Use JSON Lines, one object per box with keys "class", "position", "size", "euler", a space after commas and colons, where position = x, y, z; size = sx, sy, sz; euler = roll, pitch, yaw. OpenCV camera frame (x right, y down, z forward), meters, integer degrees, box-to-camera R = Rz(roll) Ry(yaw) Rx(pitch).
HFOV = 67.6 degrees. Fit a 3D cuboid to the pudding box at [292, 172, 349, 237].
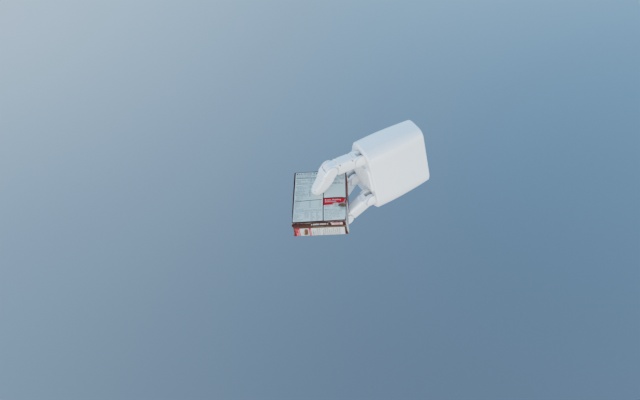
{"class": "pudding box", "position": [0.000, 0.002, 0.783], "size": [0.090, 0.113, 0.039], "euler": [-4, -41, 6]}
